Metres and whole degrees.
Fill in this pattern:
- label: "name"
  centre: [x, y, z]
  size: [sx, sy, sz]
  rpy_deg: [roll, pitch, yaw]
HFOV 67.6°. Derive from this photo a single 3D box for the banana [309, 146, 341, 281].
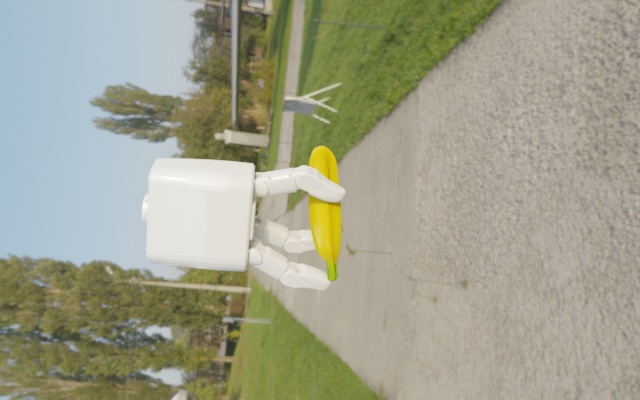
- label: "banana"
  centre: [0.003, -0.006, 0.578]
  size: [0.037, 0.197, 0.070]
  rpy_deg: [3, -36, -7]
